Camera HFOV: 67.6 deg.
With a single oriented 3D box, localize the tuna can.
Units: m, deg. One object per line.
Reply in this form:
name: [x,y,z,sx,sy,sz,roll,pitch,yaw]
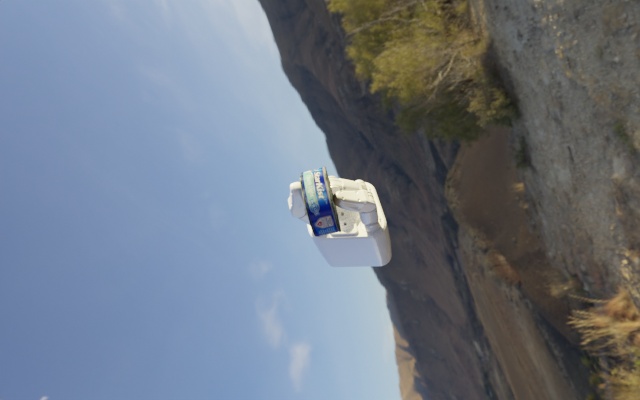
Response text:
tuna can: [0.000,0.002,0.606,0.034,0.086,0.086,-14,-1,4]
